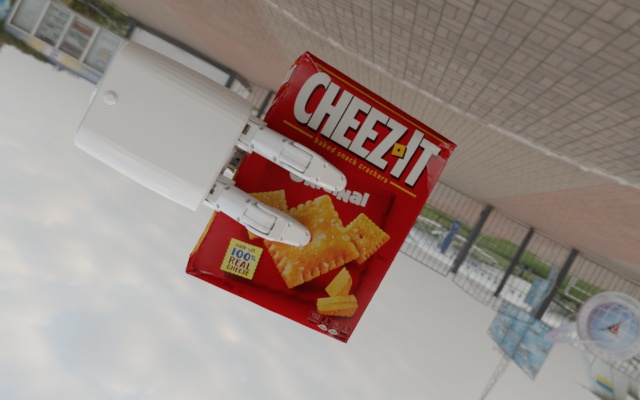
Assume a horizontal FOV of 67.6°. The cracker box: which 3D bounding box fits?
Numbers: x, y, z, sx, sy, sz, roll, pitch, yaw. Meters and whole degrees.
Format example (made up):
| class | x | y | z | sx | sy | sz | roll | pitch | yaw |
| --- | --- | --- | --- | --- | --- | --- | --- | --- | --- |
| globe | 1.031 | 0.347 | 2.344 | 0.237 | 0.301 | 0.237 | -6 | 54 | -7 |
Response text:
| class | x | y | z | sx | sy | sz | roll | pitch | yaw |
| --- | --- | --- | --- | --- | --- | --- | --- | --- | --- |
| cracker box | 0.000 | 0.002 | 0.441 | 0.164 | 0.213 | 0.072 | 28 | 2 | -14 |
